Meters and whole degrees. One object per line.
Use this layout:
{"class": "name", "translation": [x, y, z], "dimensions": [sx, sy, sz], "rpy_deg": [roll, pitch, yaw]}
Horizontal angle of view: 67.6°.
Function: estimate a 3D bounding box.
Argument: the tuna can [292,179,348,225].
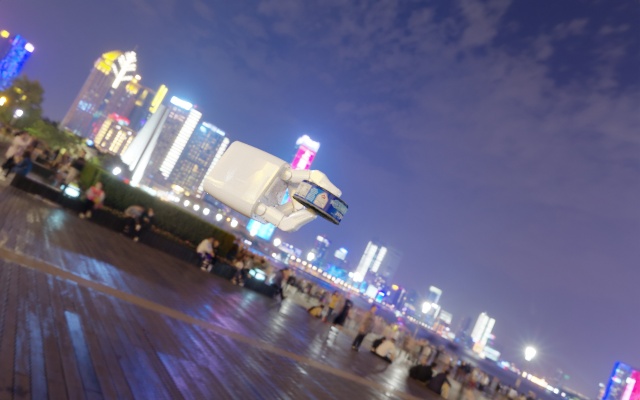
{"class": "tuna can", "translation": [0.000, 0.002, 0.744], "dimensions": [0.086, 0.034, 0.086], "rpy_deg": [31, -6, 4]}
